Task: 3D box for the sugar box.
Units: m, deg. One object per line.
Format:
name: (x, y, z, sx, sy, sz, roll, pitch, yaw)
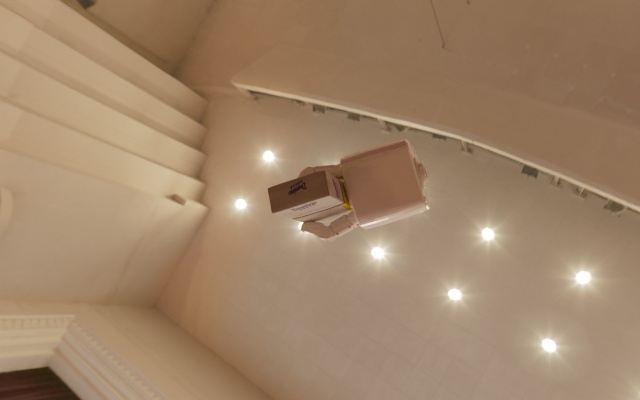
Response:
sugar box: (0.000, 0.002, 0.743, 0.093, 0.048, 0.176, -17, -18, 18)
